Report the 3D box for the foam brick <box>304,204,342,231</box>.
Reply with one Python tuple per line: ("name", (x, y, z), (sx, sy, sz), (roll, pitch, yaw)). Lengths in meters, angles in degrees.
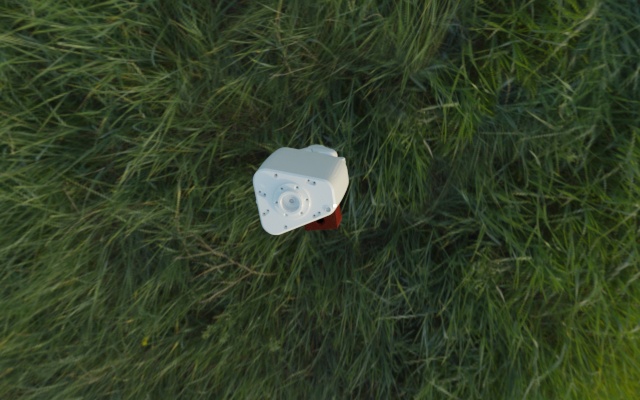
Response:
("foam brick", (0.000, 0.003, 0.744), (0.053, 0.078, 0.051), (-5, 18, 12))
